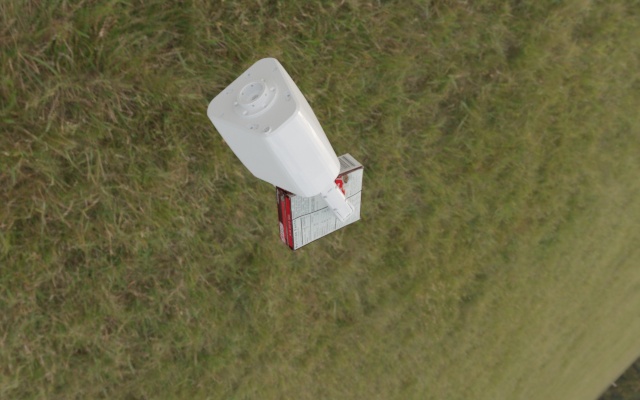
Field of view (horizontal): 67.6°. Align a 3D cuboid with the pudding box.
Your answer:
[{"bbox_3d":[0.000,0.002,0.603,0.113,0.090,0.039,-22,44,-25],"label":"pudding box"}]
